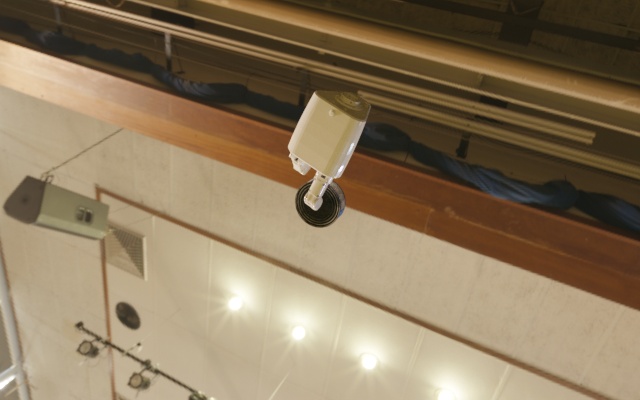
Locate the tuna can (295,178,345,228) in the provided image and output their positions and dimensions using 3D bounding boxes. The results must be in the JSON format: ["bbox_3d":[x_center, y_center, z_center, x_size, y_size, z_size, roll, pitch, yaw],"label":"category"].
[{"bbox_3d":[0.000,0.003,0.845,0.086,0.086,0.033,0,17,24],"label":"tuna can"}]
